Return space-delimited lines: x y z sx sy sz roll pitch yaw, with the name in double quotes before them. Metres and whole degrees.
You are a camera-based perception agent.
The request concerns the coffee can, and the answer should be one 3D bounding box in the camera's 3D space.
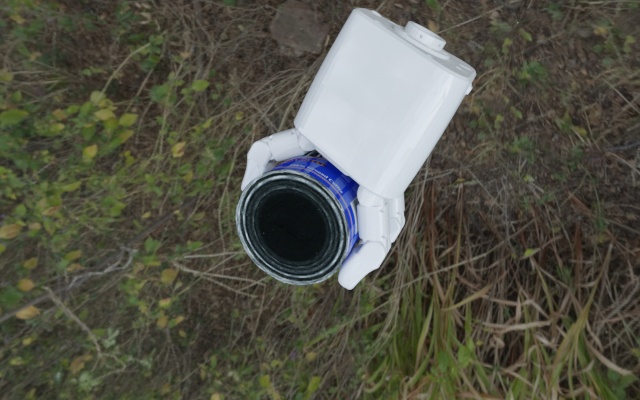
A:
"coffee can" 0.000 0.002 0.451 0.103 0.103 0.140 0 19 22
